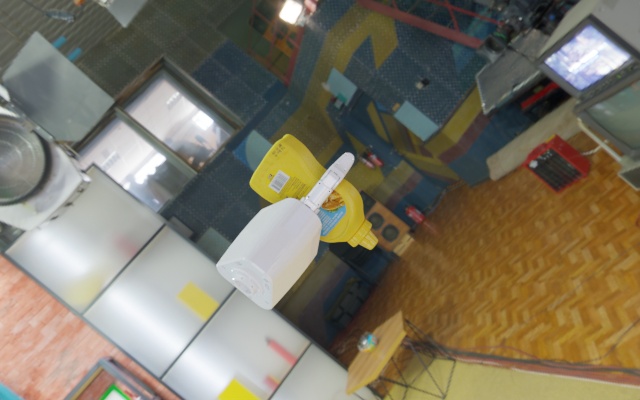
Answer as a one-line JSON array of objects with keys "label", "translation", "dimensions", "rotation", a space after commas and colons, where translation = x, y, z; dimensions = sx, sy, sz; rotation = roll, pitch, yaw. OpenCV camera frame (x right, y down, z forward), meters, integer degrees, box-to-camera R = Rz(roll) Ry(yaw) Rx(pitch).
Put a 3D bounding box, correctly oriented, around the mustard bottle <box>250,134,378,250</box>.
[{"label": "mustard bottle", "translation": [0.000, 0.002, 0.660], "dimensions": [0.191, 0.096, 0.058], "rotation": [39, 33, 0]}]
